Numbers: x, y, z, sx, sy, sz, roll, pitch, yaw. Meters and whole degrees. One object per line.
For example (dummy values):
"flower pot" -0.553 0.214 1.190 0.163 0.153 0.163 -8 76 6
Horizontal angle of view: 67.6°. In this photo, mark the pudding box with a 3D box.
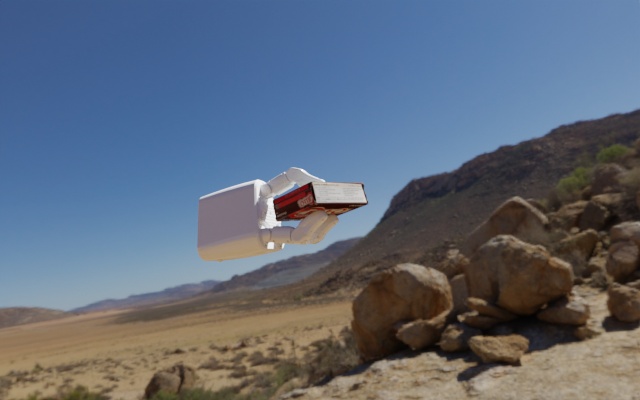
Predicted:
"pudding box" 0.000 0.002 0.706 0.113 0.039 0.090 -3 -14 -44
